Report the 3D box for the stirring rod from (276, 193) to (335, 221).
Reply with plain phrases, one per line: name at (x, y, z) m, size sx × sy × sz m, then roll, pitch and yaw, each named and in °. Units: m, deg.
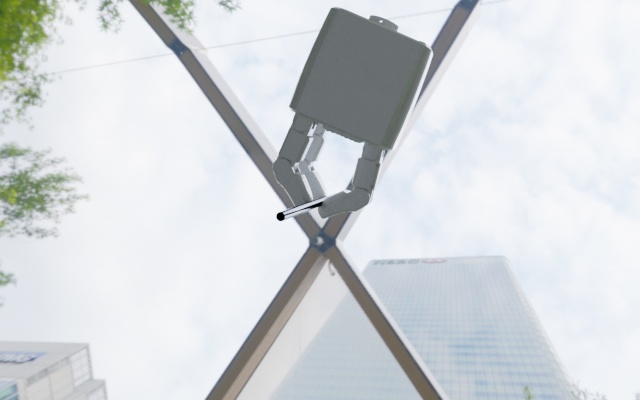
stirring rod at (0.000, 0.002, 0.506) m, size 0.011 × 0.011 × 0.239 m, roll 0°, pitch 6°, yaw 16°
